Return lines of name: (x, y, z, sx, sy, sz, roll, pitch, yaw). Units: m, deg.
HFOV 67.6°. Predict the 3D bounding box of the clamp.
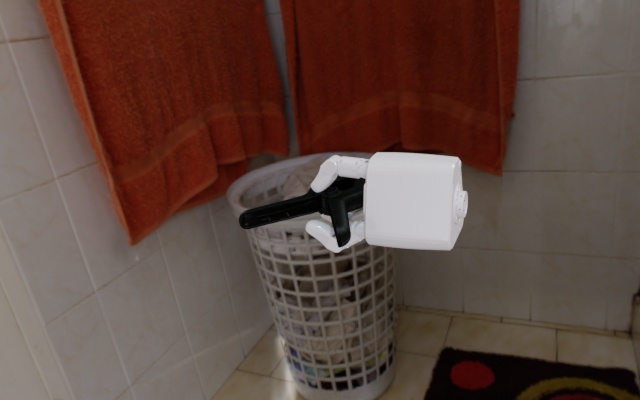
clamp: (0.000, 0.001, 0.665, 0.164, 0.036, 0.210, 6, 25, 26)
